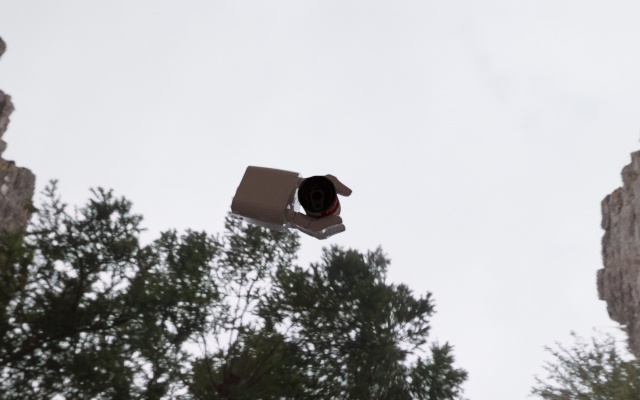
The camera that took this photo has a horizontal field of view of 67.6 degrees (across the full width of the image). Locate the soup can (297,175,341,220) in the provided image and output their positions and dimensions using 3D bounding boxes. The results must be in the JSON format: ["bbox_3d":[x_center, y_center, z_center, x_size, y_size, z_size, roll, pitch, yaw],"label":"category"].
[{"bbox_3d":[0.001,0.003,0.866,0.068,0.068,0.102,0,-17,8],"label":"soup can"}]
